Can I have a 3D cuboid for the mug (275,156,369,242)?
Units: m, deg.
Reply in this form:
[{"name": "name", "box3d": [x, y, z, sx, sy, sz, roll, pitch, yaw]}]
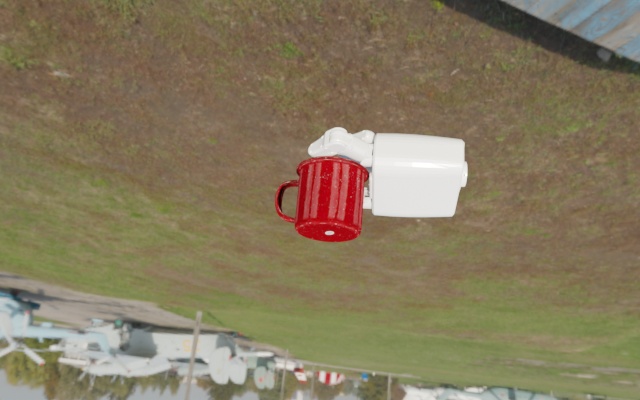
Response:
[{"name": "mug", "box3d": [-0.001, 0.002, 0.592, 0.117, 0.081, 0.093, 2, -21, 9]}]
